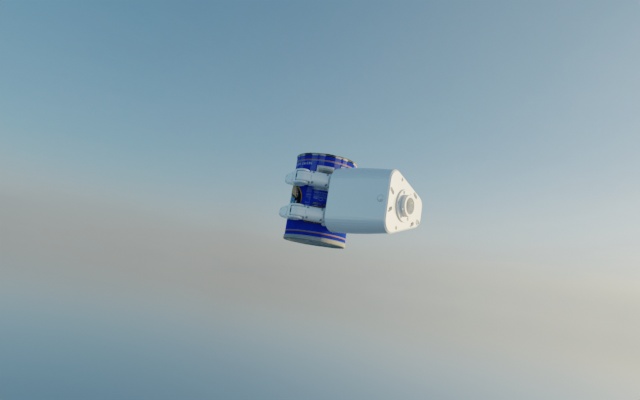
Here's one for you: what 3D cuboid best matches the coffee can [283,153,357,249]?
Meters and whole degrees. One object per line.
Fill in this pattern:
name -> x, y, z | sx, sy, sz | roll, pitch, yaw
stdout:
coffee can -> 0.000, 0.003, 0.792 | 0.103, 0.140, 0.103 | 9, -9, 1
